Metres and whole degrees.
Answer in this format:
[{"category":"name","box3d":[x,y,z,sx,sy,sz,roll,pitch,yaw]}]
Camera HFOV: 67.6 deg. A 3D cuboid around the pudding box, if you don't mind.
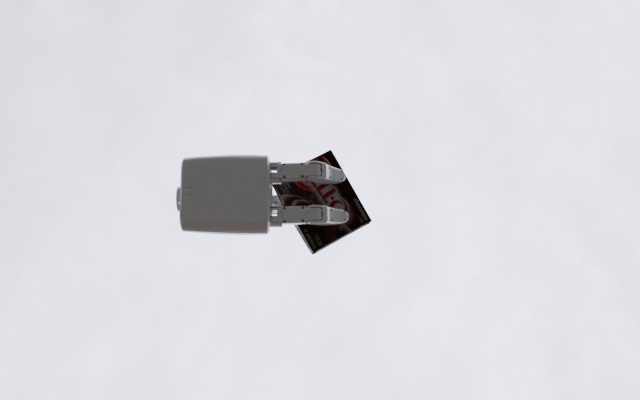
[{"category":"pudding box","box3d":[0.000,0.002,0.633,0.090,0.113,0.039,-28,-6,-12]}]
